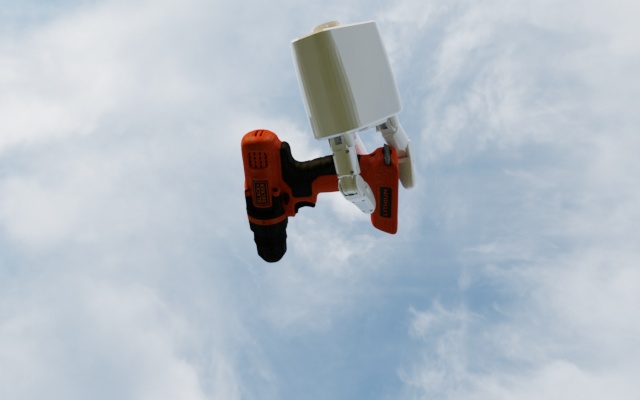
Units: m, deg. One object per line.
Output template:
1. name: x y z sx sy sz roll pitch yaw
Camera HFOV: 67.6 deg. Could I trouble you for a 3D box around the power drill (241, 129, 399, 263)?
1. power drill: 0.001 0.002 0.584 0.187 0.185 0.057 -1 33 4
